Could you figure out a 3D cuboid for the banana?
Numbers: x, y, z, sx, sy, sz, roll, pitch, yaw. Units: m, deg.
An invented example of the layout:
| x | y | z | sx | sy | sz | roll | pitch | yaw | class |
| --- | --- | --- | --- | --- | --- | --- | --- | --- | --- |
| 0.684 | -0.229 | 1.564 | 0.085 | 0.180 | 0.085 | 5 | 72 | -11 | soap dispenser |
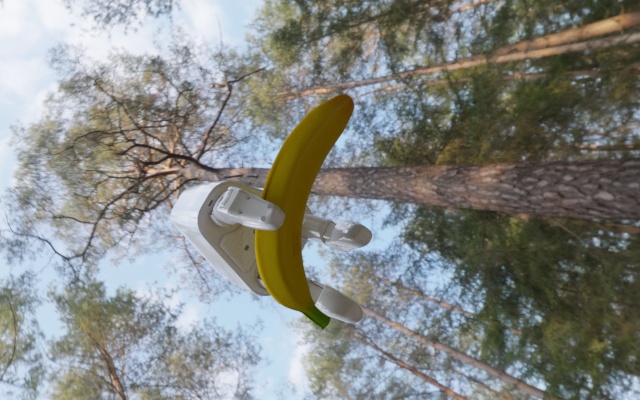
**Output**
| x | y | z | sx | sy | sz | roll | pitch | yaw | class |
| --- | --- | --- | --- | --- | --- | --- | --- | --- | --- |
| -0.017 | 0.001 | 0.393 | 0.069 | 0.198 | 0.037 | 11 | -7 | -28 | banana |
